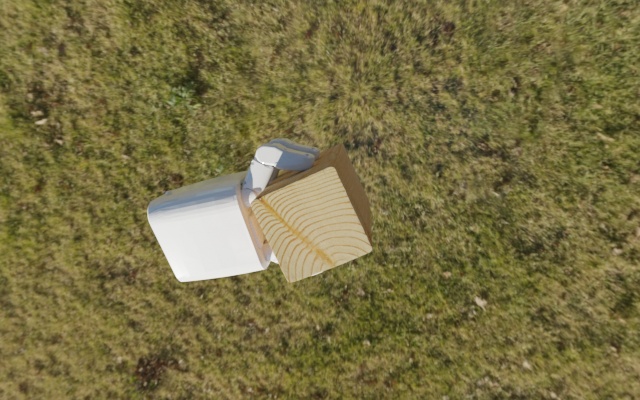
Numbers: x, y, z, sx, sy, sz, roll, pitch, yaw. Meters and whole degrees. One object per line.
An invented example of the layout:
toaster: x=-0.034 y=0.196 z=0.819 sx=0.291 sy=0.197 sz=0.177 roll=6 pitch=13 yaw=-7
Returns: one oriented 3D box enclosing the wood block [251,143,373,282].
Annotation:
wood block: x=0.000 y=0.002 z=0.542 sx=0.090 sy=0.091 sz=0.206 roll=-23 pitch=10 yaw=10
